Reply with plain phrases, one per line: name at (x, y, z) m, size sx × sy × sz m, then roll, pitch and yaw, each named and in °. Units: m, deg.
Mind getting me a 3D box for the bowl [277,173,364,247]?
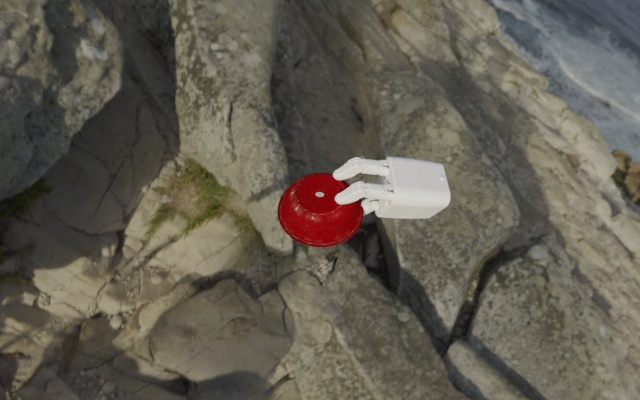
bowl at (-0.001, 0.003, 0.871) m, size 0.162 × 0.162 × 0.055 m, roll 0°, pitch -36°, yaw 0°
